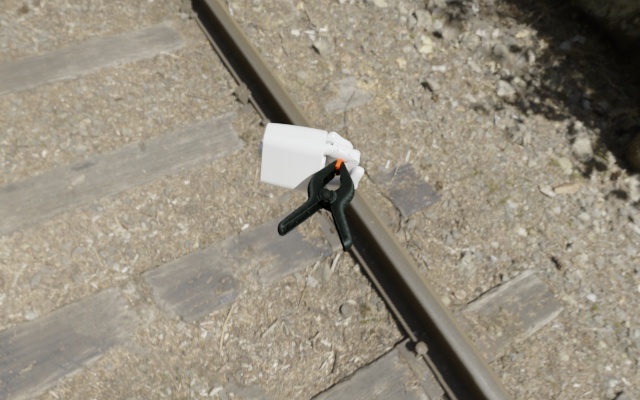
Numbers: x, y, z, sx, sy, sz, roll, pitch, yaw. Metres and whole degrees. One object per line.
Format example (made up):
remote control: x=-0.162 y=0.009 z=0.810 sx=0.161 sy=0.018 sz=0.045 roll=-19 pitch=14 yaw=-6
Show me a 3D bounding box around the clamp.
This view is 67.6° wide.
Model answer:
clamp: x=0.000 y=0.002 z=0.783 sx=0.120 sy=0.171 sz=0.039 roll=9 pitch=-37 yaw=2
